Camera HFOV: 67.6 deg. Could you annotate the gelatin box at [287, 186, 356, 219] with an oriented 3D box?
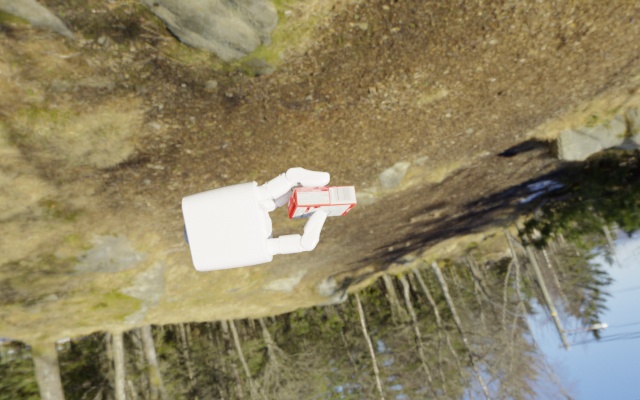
[{"bbox_3d":[0.000,0.003,0.693,0.089,0.030,0.073,-3,-14,-11],"label":"gelatin box"}]
